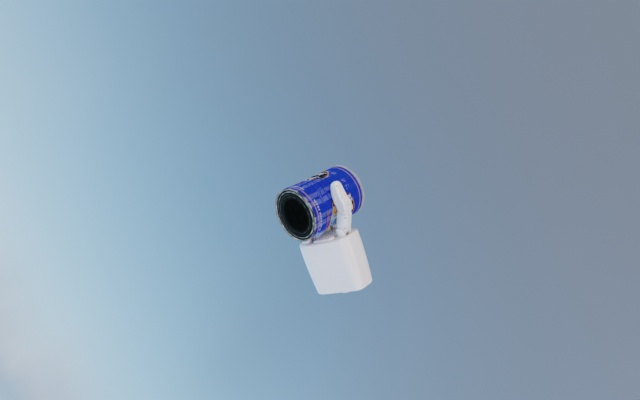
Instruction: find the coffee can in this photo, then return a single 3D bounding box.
[{"bbox_3d":[0.000,0.003,0.899,0.103,0.103,0.140,0,20,46],"label":"coffee can"}]
